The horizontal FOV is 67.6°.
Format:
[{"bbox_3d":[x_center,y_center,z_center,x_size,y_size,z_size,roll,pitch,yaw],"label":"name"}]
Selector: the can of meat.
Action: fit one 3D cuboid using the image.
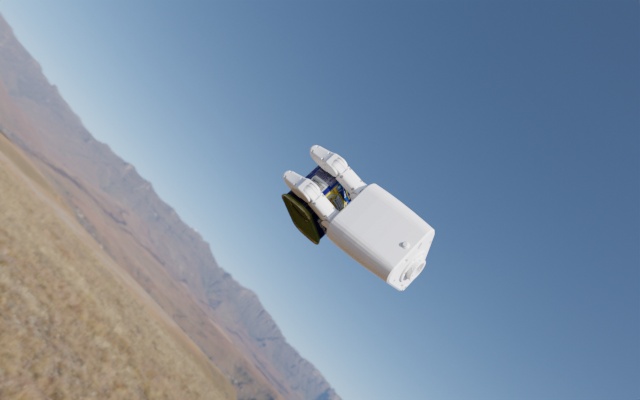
[{"bbox_3d":[0.000,0.002,0.693,0.057,0.084,0.102,38,-19,30],"label":"can of meat"}]
